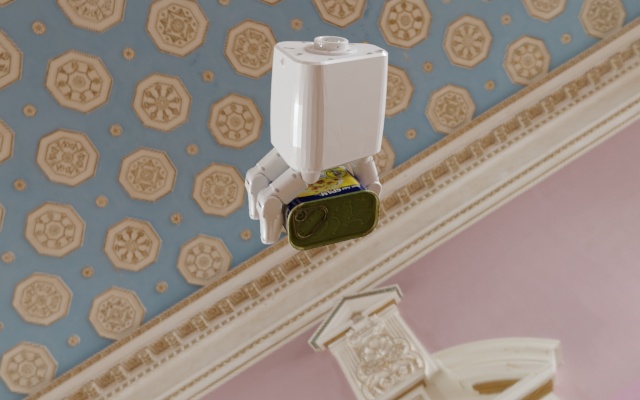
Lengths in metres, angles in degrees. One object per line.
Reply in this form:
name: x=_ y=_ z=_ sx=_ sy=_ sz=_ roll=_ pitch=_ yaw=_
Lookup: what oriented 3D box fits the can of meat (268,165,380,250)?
can of meat: x=0.000 y=0.002 z=0.525 sx=0.102 sy=0.057 sz=0.084 roll=-12 pitch=33 yaw=-18
